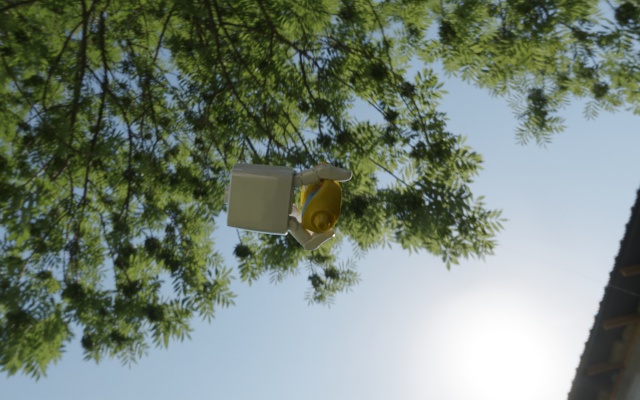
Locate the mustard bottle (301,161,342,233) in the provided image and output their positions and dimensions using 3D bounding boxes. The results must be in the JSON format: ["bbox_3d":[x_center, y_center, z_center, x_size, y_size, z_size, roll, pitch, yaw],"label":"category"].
[{"bbox_3d":[0.000,0.003,0.845,0.058,0.096,0.191,29,19,-13],"label":"mustard bottle"}]
